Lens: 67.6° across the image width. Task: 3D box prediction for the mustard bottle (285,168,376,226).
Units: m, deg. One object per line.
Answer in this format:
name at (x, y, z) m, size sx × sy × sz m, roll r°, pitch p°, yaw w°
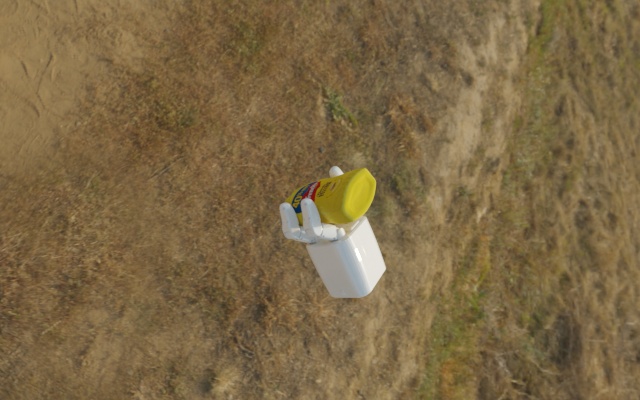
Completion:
mustard bottle at (0.000, 0.002, 0.808) m, size 0.191 × 0.096 × 0.058 m, roll -12°, pitch -51°, yaw 48°
